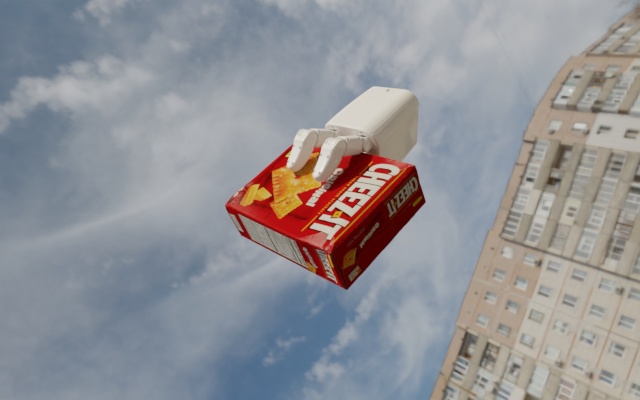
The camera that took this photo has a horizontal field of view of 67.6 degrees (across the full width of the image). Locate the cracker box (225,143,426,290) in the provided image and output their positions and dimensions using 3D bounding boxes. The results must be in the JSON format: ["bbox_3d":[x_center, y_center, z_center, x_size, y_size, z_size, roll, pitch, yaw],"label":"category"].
[{"bbox_3d":[0.000,0.002,0.629,0.213,0.072,0.164,20,54,44],"label":"cracker box"}]
